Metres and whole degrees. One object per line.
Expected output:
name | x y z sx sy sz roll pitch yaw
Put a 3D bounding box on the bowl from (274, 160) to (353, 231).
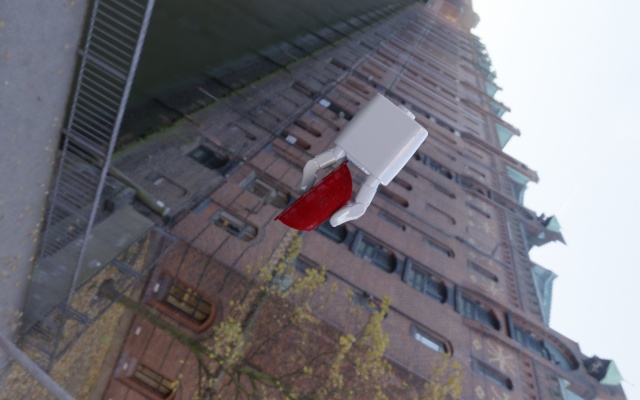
bowl | -0.001 0.004 0.804 0.162 0.055 0.162 -39 1 1
